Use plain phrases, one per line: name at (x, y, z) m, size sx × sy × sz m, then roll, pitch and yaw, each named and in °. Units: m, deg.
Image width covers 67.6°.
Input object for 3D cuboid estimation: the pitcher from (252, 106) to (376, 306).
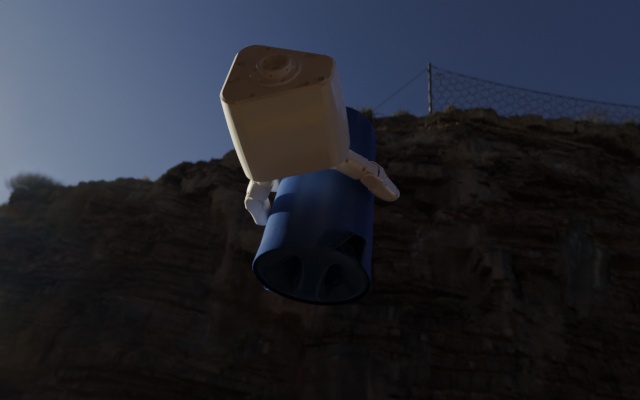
pitcher at (0.000, 0.002, 0.603) m, size 0.149 × 0.242 × 0.145 m, roll 0°, pitch -39°, yaw 14°
